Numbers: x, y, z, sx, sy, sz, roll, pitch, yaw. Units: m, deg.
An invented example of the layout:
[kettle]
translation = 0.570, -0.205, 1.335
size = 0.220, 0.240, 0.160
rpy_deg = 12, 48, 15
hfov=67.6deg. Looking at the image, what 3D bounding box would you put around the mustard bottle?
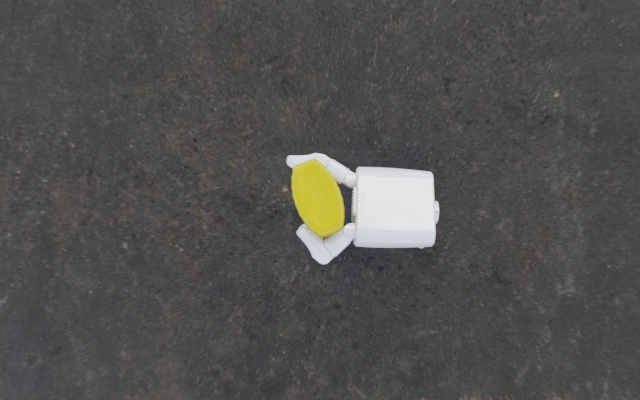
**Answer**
[mustard bottle]
translation = 0.000, 0.002, 0.668
size = 0.058, 0.096, 0.191
rpy_deg = -23, -4, 1
